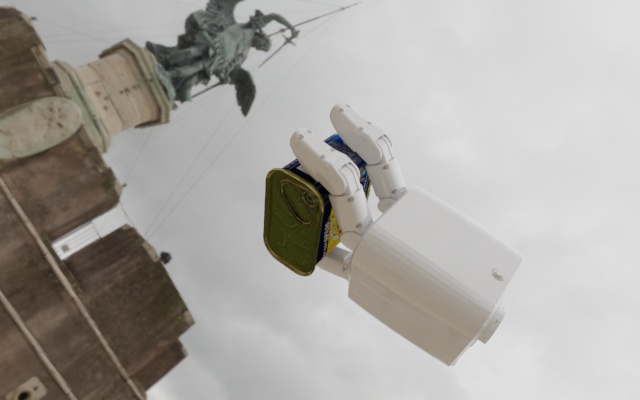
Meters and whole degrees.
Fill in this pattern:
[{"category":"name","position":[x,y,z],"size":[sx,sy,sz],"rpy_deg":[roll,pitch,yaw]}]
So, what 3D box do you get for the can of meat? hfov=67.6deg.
[{"category":"can of meat","position":[0.000,0.001,0.416],"size":[0.057,0.102,0.084],"rpy_deg":[31,46,24]}]
